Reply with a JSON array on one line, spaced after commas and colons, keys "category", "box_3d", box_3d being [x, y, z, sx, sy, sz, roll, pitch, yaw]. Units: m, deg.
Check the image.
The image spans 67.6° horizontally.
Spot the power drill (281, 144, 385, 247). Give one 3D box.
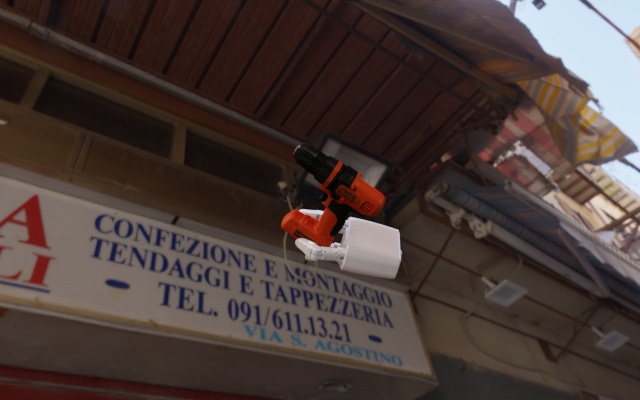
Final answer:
[{"category": "power drill", "box_3d": [0.000, 0.003, 0.881, 0.188, 0.184, 0.057, -52, 4, 42]}]
